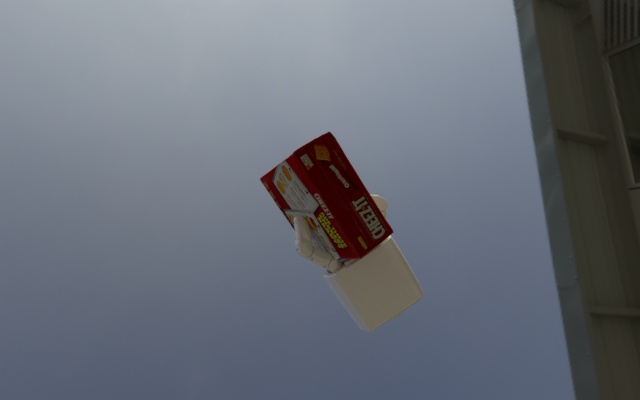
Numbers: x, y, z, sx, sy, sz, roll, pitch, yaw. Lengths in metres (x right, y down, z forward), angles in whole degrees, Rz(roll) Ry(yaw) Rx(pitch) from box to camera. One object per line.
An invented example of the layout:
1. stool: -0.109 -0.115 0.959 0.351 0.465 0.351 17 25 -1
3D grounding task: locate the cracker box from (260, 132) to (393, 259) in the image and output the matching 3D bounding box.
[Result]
1. cracker box: 0.000 0.002 0.716 0.072 0.164 0.214 -35 5 -19
